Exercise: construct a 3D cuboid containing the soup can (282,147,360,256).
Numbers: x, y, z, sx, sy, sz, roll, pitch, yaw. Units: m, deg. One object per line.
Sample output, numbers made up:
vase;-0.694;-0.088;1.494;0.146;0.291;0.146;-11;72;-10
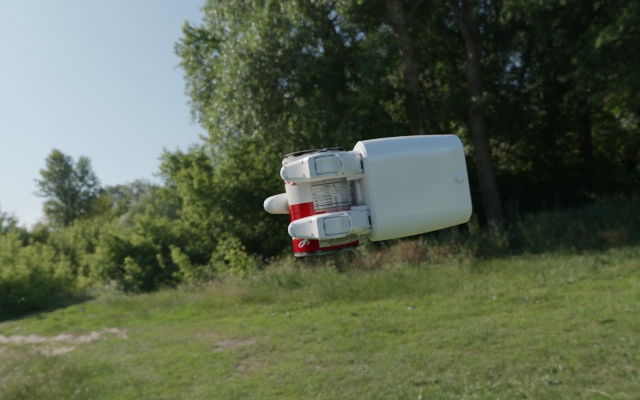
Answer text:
soup can;0.000;0.001;0.490;0.068;0.102;0.068;-8;-1;0
